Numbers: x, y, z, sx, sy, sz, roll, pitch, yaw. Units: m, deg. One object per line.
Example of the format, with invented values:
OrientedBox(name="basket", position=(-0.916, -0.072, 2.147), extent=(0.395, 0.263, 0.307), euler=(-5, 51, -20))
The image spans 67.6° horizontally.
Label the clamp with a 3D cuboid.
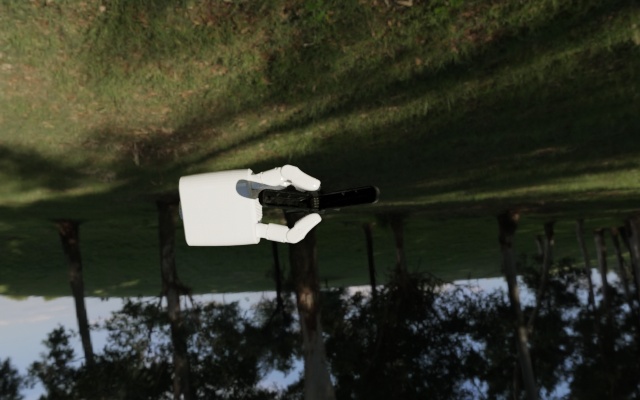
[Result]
OrientedBox(name="clamp", position=(0.000, 0.003, 0.727), extent=(0.164, 0.036, 0.210), euler=(-2, -5, 1))
